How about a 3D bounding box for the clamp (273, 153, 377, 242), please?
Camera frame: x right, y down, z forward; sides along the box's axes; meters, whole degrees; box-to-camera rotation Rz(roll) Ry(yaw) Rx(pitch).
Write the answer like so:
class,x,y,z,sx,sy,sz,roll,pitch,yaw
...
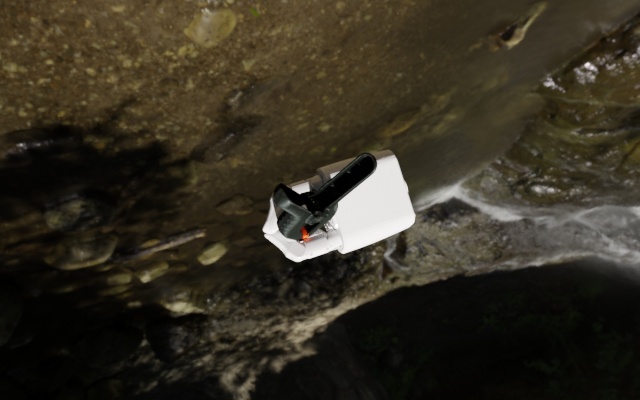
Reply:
class,x,y,z,sx,sy,sz,roll,pitch,yaw
clamp,0.000,0.002,0.553,0.120,0.039,0.171,-19,-16,-13
